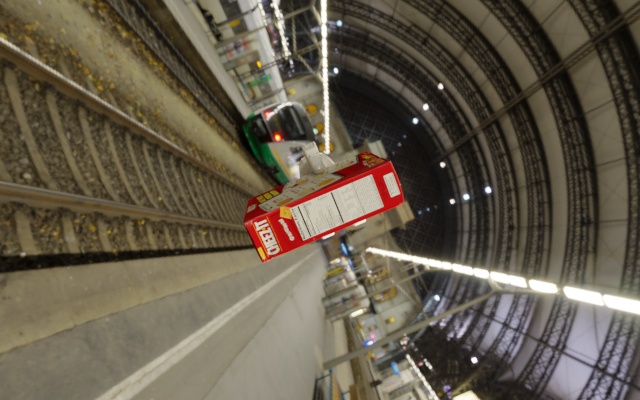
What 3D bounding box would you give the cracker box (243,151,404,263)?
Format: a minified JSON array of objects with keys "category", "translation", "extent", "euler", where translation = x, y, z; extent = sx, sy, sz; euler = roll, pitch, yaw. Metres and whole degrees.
[{"category":"cracker box","translation":[0.000,0.002,0.709],"extent":[0.213,0.072,0.164],"euler":[-23,12,-1]}]
